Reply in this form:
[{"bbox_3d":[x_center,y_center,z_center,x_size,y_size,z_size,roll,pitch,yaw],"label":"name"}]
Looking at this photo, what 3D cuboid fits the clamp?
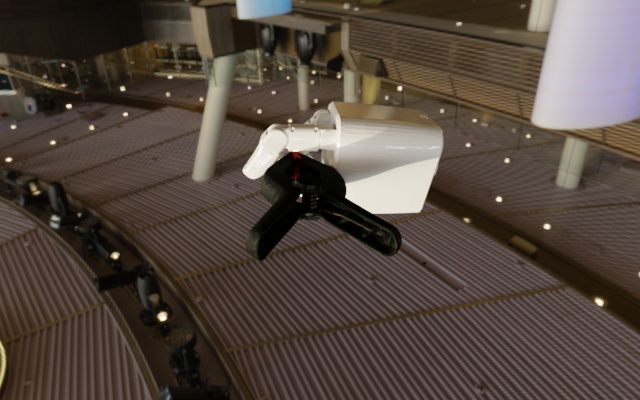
[{"bbox_3d":[0.000,0.002,0.421,0.120,0.039,0.171,9,29,-9],"label":"clamp"}]
